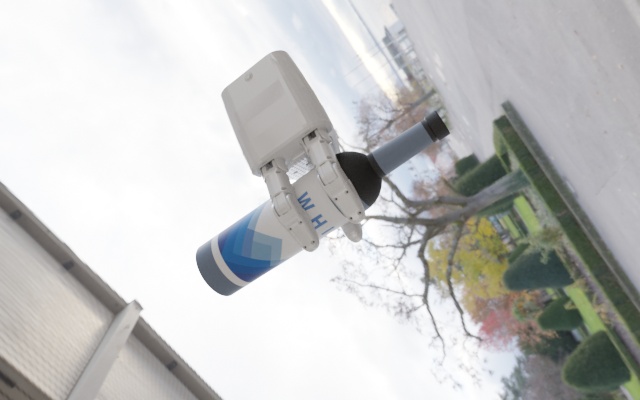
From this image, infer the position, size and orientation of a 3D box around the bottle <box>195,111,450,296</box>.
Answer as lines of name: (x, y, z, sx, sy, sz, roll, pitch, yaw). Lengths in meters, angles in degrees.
bottle: (0.000, 0.002, 0.502, 0.296, 0.069, 0.069, -33, -10, 16)
